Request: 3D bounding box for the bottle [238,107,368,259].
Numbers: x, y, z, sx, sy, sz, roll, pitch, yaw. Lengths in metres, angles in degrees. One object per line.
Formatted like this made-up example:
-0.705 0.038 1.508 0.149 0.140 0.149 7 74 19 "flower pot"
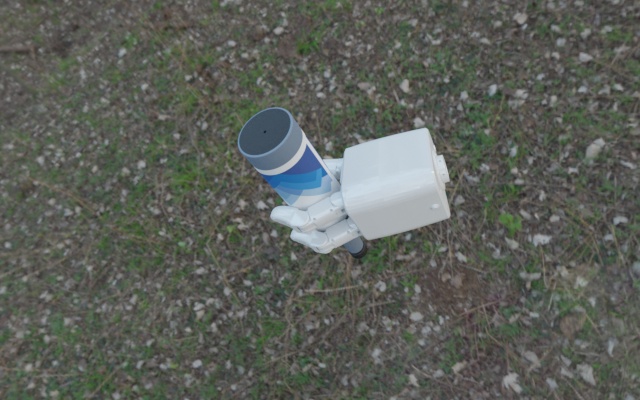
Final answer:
0.000 0.002 0.614 0.069 0.069 0.296 0 -30 28 "bottle"
